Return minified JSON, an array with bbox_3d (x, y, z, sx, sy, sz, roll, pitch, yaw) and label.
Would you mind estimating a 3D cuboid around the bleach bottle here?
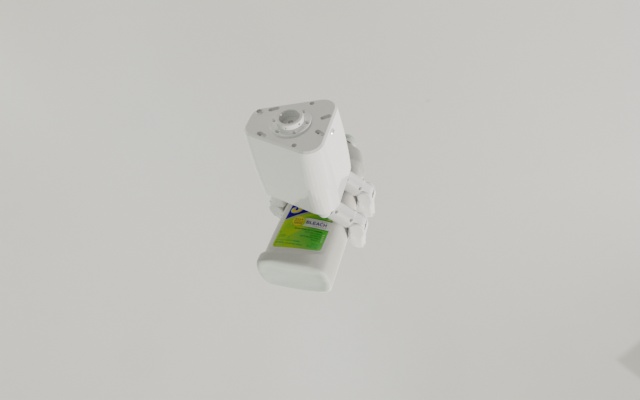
[{"bbox_3d":[0.000,0.002,0.673,0.102,0.250,0.068,6,-37,17],"label":"bleach bottle"}]
